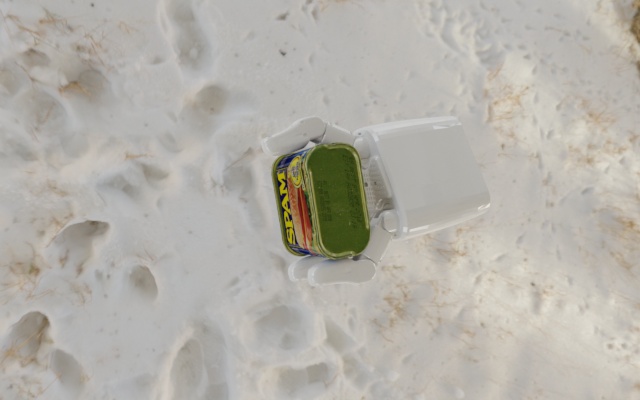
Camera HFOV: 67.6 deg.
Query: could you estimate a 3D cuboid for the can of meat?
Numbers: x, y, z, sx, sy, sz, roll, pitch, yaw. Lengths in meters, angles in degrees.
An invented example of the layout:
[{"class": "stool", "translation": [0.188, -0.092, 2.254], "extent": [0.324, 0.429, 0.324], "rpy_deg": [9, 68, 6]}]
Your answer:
[{"class": "can of meat", "translation": [0.000, 0.001, 0.431], "extent": [0.057, 0.102, 0.084], "rpy_deg": [-10, 2, -23]}]
